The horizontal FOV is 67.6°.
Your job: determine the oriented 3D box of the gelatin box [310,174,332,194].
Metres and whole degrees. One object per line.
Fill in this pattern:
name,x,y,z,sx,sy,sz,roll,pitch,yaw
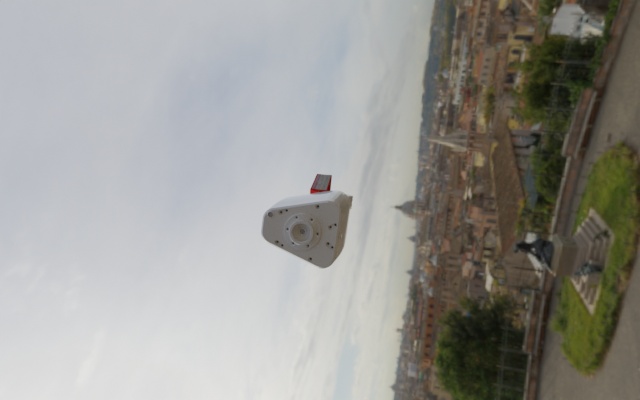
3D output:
gelatin box,0.000,0.002,0.801,0.030,0.073,0.089,6,20,4
